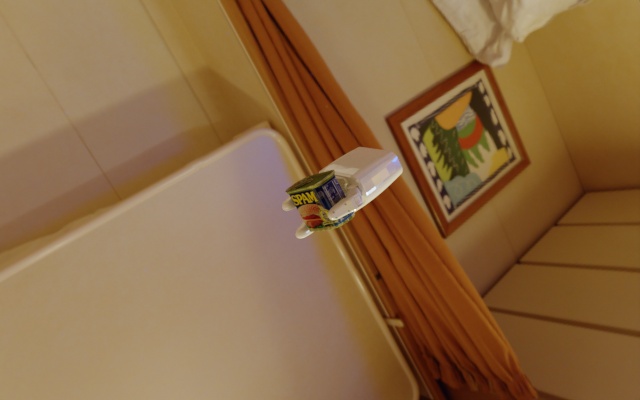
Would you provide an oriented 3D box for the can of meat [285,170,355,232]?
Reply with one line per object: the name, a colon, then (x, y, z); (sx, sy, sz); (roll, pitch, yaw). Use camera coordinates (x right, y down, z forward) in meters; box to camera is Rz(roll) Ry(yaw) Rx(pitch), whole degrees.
can of meat: (0.000, 0.003, 0.806); (0.057, 0.084, 0.102); (-37, 16, -33)
